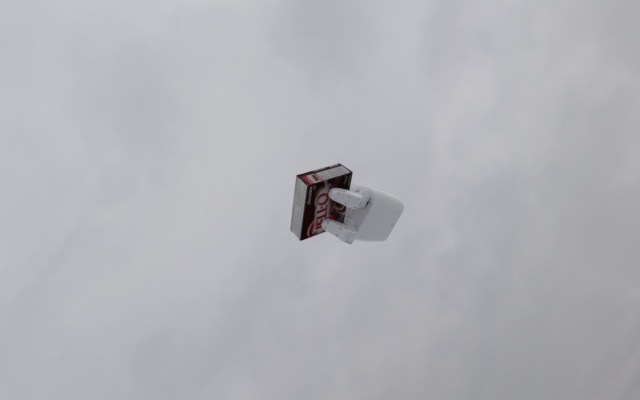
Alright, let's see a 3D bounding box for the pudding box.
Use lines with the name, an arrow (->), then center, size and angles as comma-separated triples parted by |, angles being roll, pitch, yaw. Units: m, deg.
pudding box -> 0.000, 0.002, 0.775 | 0.090, 0.114, 0.039 | -19, 41, -34
